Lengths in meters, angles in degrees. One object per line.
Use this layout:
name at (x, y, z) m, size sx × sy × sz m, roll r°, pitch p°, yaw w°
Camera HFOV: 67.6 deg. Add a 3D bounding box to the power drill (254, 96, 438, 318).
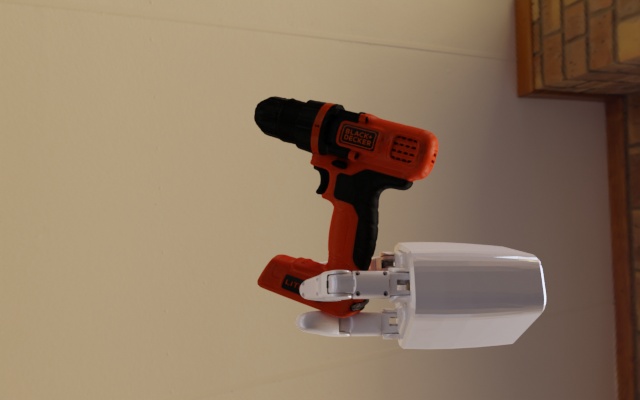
power drill at (0.000, 0.002, 0.456) m, size 0.184 × 0.187 × 0.057 m, roll 18°, pitch 7°, yaw 22°
